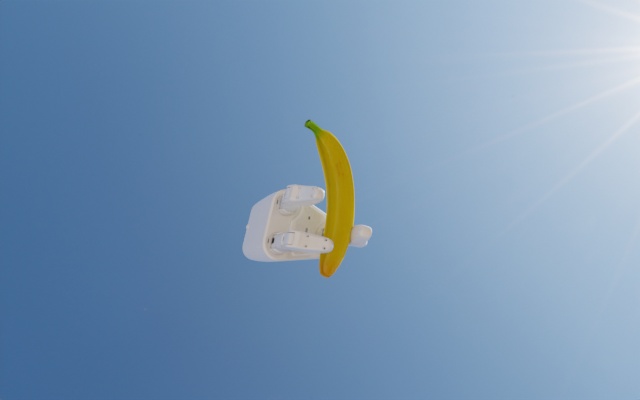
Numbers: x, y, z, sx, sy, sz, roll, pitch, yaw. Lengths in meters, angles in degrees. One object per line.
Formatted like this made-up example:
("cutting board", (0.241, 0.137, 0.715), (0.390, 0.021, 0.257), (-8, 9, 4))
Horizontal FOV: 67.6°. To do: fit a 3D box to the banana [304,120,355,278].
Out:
("banana", (0.015, -0.003, 0.616), (0.069, 0.198, 0.037), (-7, 0, -34))
